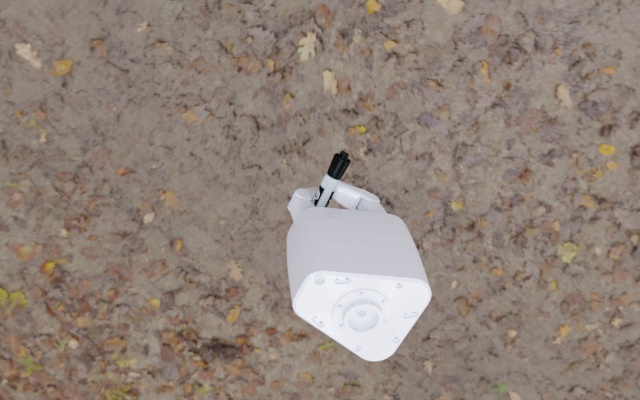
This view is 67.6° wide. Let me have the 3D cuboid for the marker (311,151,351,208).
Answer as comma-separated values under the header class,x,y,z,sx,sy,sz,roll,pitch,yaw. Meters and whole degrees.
class,x,y,z,sx,sy,sz,roll,pitch,yaw
marker,0.000,0.002,0.509,0.020,0.121,0.020,23,22,-10
